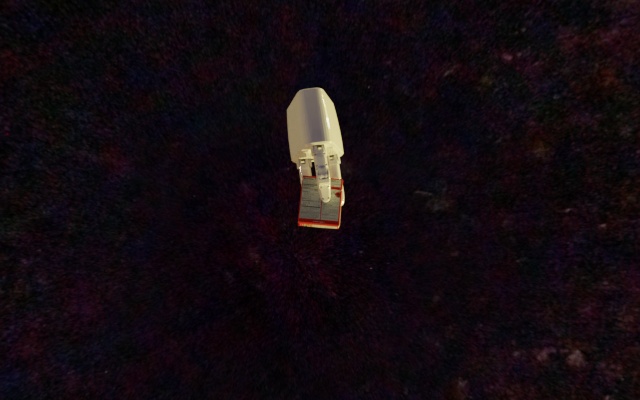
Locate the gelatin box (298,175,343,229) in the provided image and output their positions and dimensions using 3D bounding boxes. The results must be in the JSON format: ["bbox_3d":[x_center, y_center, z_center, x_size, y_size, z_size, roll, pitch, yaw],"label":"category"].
[{"bbox_3d":[0.000,0.003,0.848,0.073,0.089,0.030,5,-16,0],"label":"gelatin box"}]
